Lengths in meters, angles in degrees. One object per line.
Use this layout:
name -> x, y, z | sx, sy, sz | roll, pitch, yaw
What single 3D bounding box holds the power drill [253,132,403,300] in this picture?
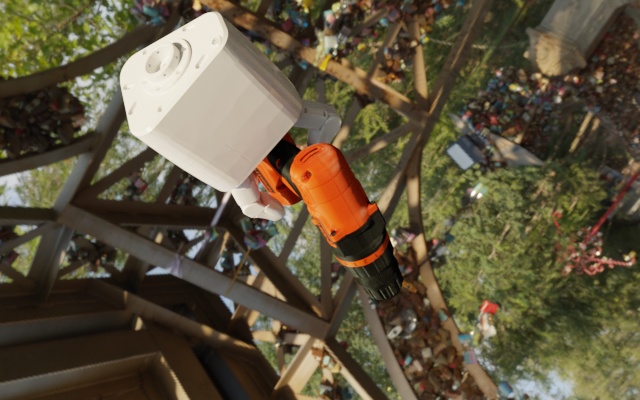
power drill -> 0.000, 0.001, 0.480 | 0.057, 0.184, 0.187 | -37, 36, -12
